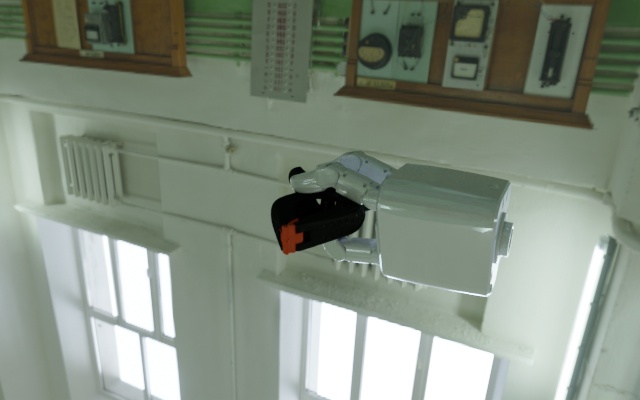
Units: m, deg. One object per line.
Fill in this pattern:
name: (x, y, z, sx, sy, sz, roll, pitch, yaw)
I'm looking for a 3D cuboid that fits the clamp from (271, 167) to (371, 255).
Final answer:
clamp: (0.000, 0.003, 0.509, 0.164, 0.036, 0.210, 8, 21, 26)
